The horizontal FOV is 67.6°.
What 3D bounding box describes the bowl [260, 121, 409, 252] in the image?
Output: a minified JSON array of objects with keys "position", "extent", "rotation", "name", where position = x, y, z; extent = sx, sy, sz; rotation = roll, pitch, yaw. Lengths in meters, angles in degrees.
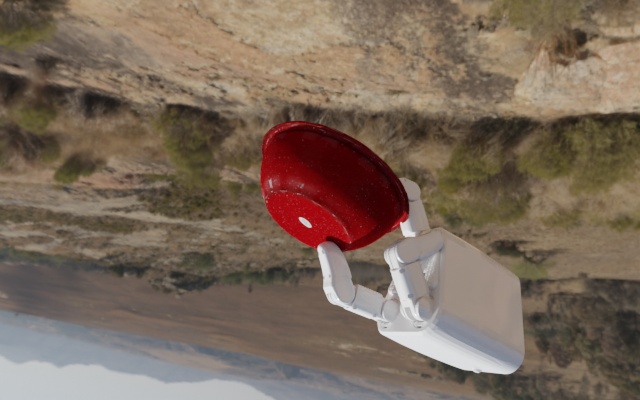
[{"position":[-0.001,0.001,0.459],"extent":[0.162,0.055,0.162],"rotation":[24,-29,14],"name":"bowl"}]
